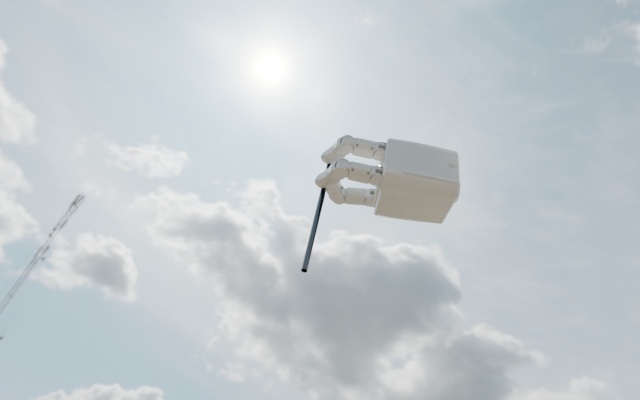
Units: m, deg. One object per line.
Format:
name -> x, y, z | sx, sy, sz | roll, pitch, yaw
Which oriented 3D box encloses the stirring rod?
stirring rod -> 0.000, 0.002, 0.670 | 0.011, 0.011, 0.239 | 7, 46, 7
